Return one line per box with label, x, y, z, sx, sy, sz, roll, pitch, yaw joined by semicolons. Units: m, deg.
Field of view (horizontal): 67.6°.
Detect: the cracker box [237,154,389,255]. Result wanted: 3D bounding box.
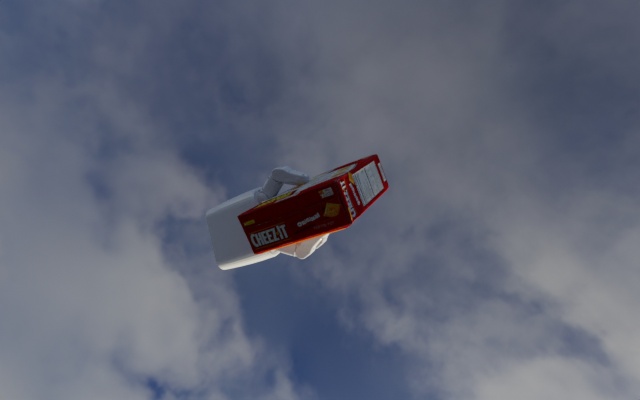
cracker box;0.000;0.002;0.739;0.164;0.072;0.213;-20;7;25
